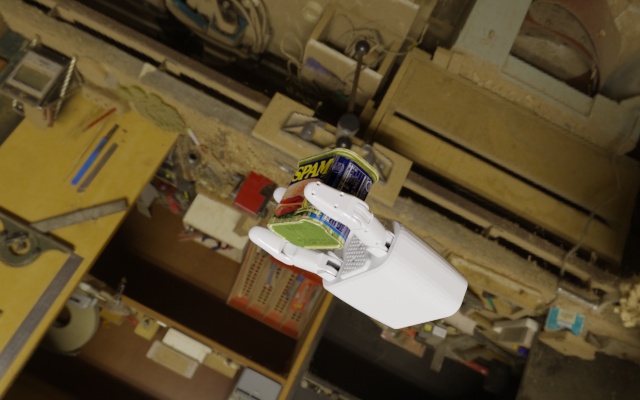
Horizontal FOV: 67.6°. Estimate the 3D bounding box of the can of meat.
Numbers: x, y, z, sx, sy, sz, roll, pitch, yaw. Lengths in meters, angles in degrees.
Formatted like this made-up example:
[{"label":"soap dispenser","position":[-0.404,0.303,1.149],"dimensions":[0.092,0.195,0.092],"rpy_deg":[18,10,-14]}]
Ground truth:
[{"label":"can of meat","position":[0.000,0.002,0.491],"dimensions":[0.057,0.084,0.102],"rpy_deg":[38,-24,-25]}]
